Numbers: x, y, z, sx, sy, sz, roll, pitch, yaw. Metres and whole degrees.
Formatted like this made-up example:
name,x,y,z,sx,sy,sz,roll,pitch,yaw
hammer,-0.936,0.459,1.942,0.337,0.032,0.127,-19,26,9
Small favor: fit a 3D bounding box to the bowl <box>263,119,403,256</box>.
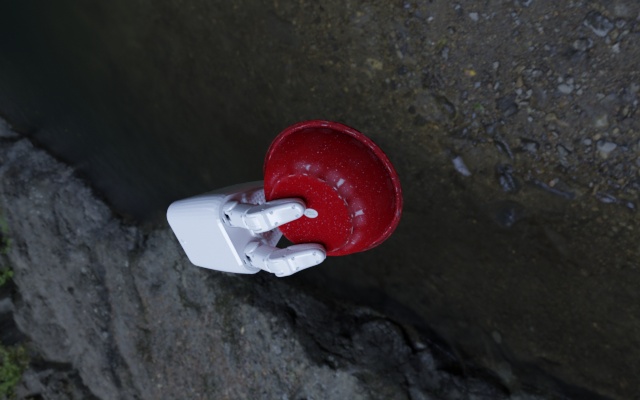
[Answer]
name,x,y,z,sx,sy,sz,roll,pitch,yaw
bowl,0.001,0.001,0.493,0.162,0.162,0.055,0,30,27
